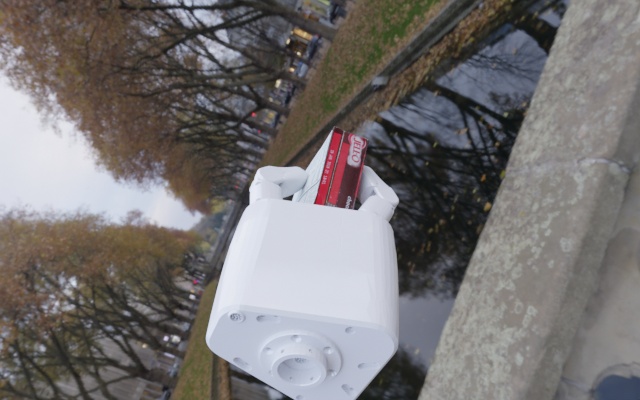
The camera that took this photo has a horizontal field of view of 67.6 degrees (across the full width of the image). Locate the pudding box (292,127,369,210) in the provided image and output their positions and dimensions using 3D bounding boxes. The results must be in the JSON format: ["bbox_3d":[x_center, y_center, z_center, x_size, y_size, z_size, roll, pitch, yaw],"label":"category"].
[{"bbox_3d":[0.000,0.001,0.431,0.039,0.090,0.113,22,-29,-12],"label":"pudding box"}]
